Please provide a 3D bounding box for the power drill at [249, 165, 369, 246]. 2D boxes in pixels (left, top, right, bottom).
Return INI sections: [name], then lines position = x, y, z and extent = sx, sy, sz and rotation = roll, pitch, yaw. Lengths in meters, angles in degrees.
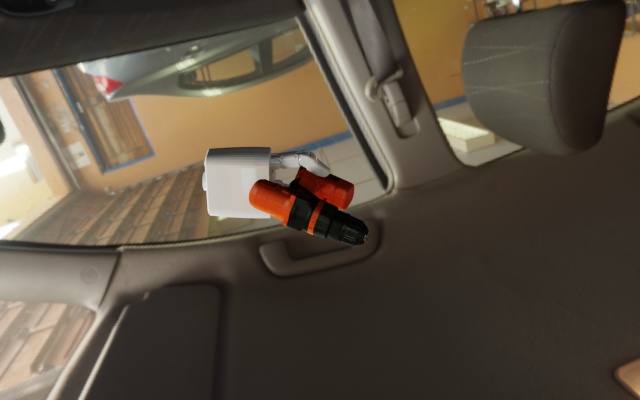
[power drill]
position = 0.000, 0.002, 0.755
extent = 0.184, 0.057, 0.187
rotation = 24, 17, 8
